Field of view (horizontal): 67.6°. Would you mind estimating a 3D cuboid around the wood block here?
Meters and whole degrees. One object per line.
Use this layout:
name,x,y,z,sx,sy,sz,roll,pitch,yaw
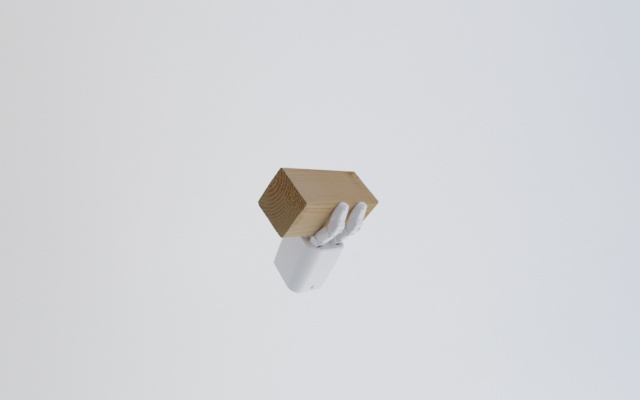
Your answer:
wood block,0.000,0.003,0.892,0.206,0.090,0.090,-1,-44,-49
